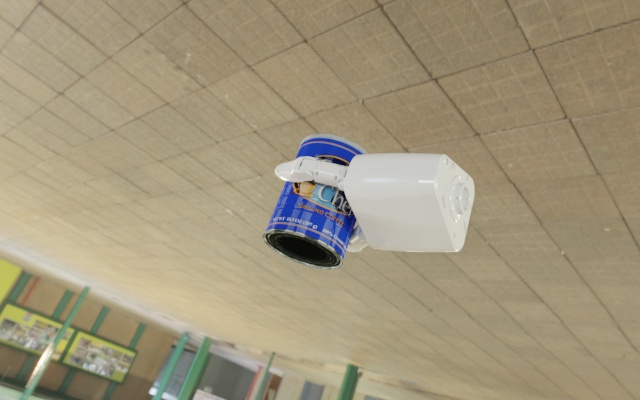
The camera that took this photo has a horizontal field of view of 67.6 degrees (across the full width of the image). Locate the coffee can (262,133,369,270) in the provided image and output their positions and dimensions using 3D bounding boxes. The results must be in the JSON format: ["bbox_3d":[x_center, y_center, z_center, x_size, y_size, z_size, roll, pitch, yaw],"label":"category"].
[{"bbox_3d":[0.000,0.002,0.602,0.103,0.140,0.103,17,-25,8],"label":"coffee can"}]
